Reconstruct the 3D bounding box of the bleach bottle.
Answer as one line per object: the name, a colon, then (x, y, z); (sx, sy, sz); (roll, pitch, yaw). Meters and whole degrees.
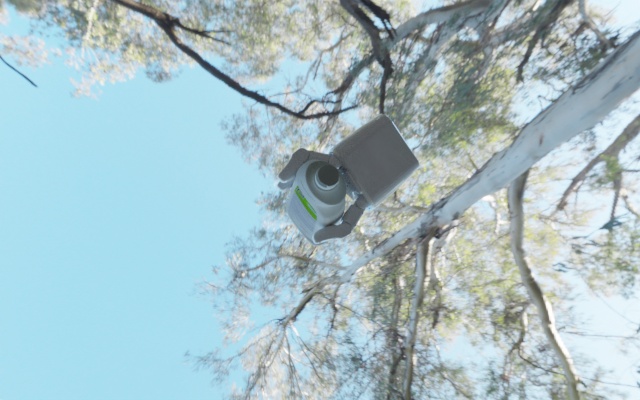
bleach bottle: (0.000, 0.002, 0.727); (0.068, 0.102, 0.251); (-39, -5, -14)
